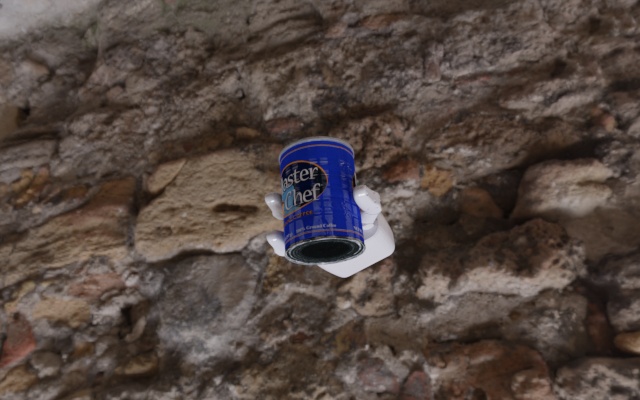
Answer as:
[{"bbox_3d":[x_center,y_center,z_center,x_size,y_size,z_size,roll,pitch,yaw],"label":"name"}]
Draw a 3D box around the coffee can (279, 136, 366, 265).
[{"bbox_3d":[0.000,0.002,0.623,0.103,0.140,0.103,-4,-24,-2],"label":"coffee can"}]
